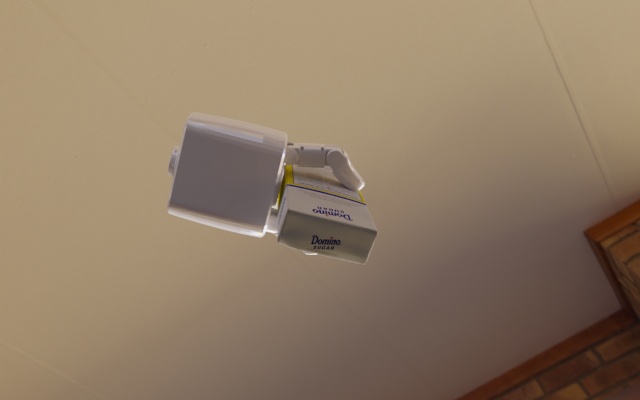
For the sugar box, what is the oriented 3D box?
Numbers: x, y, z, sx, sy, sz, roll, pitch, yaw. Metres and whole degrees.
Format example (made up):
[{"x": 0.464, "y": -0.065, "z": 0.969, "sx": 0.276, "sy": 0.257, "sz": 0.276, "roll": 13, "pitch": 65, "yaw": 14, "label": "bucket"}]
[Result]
[{"x": 0.000, "y": 0.002, "z": 0.532, "sx": 0.093, "sy": 0.048, "sz": 0.176, "roll": 14, "pitch": 24, "yaw": -10, "label": "sugar box"}]
